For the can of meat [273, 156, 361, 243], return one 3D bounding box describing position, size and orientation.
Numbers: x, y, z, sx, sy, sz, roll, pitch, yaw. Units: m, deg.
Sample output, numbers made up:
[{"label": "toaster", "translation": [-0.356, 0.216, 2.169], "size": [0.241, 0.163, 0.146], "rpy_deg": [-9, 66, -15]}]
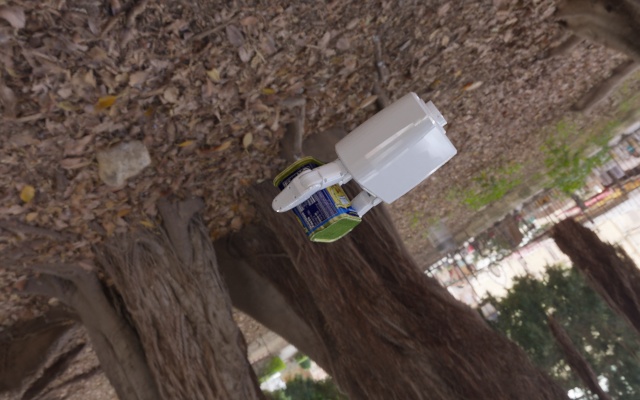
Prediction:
[{"label": "can of meat", "translation": [0.000, 0.002, 0.579], "size": [0.057, 0.084, 0.102], "rpy_deg": [-36, -16, 14]}]
